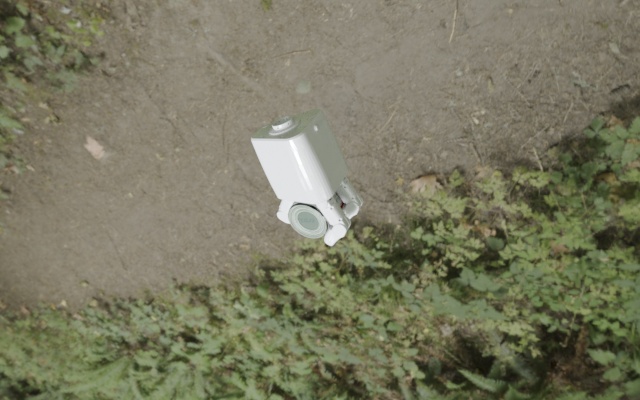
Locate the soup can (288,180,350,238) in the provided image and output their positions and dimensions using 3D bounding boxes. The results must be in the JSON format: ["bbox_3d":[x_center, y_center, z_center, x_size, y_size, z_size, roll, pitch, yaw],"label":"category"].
[{"bbox_3d":[0.000,0.003,0.752,0.068,0.068,0.102,0,36,30],"label":"soup can"}]
